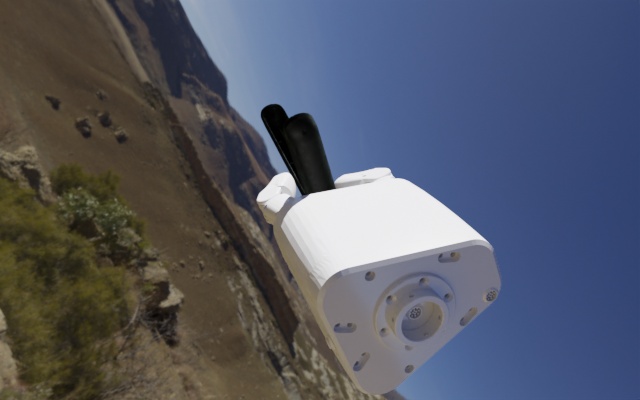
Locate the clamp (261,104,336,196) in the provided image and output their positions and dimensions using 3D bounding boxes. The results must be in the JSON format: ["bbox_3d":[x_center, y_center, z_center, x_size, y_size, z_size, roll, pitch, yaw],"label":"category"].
[{"bbox_3d":[0.001,0.002,0.450,0.036,0.210,0.164,-26,25,-5],"label":"clamp"}]
